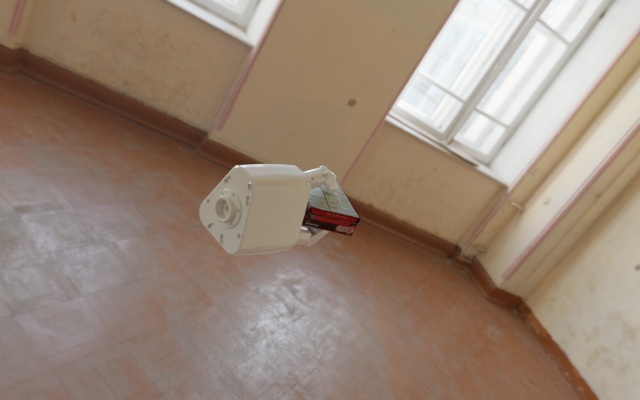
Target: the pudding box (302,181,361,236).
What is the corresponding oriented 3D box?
[{"bbox_3d":[0.000,0.002,0.734,0.090,0.039,0.113,15,28,-28],"label":"pudding box"}]
